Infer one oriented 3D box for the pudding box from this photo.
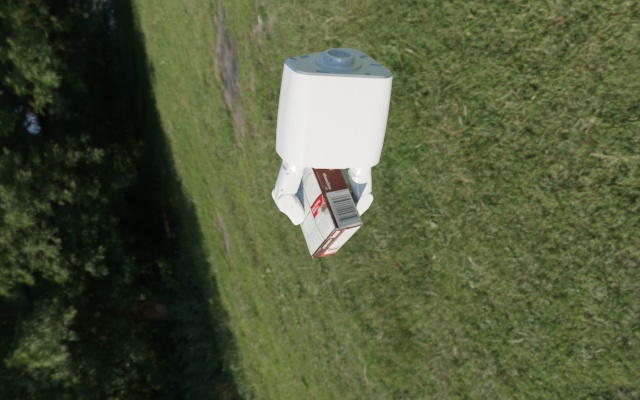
[{"bbox_3d":[0.000,0.002,0.586,0.039,0.113,0.090,-9,-24,-25],"label":"pudding box"}]
